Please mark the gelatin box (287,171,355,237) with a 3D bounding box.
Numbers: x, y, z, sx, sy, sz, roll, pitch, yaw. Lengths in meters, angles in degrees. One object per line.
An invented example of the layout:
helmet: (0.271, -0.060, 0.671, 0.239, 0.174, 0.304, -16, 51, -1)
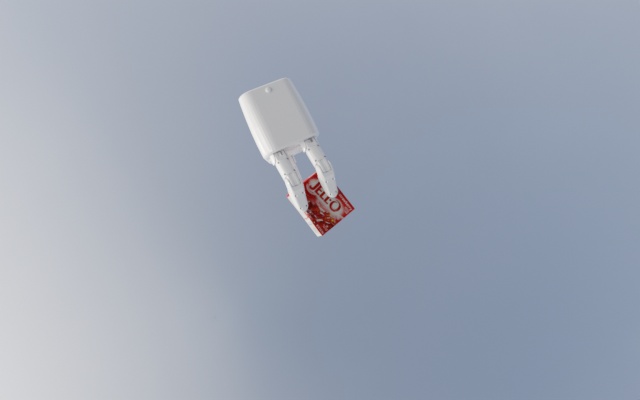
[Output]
gelatin box: (0.000, 0.003, 0.782, 0.073, 0.089, 0.030, -39, 5, -16)
